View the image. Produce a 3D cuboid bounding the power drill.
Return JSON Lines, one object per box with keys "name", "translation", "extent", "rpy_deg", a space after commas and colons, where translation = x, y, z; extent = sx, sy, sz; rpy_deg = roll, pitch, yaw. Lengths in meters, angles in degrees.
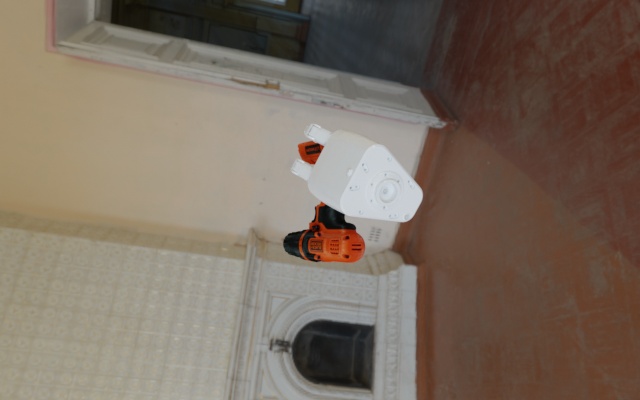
{"name": "power drill", "translation": [0.000, 0.002, 0.743], "extent": [0.057, 0.187, 0.184], "rpy_deg": [1, -3, -37]}
